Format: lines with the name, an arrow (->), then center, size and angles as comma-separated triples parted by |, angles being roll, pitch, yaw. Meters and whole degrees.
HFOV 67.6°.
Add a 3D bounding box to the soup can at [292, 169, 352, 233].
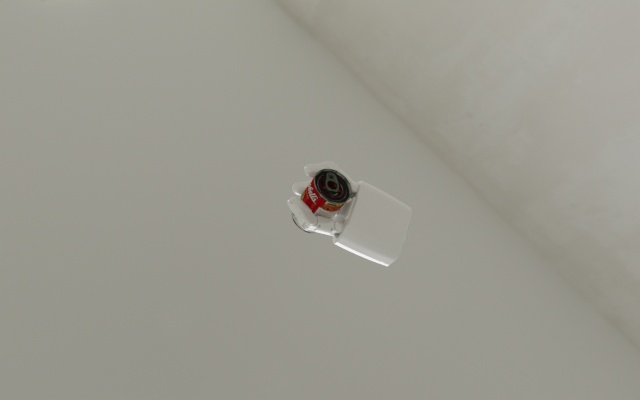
soup can -> 0.000, 0.003, 0.806 | 0.068, 0.068, 0.102 | 0, -32, -29
